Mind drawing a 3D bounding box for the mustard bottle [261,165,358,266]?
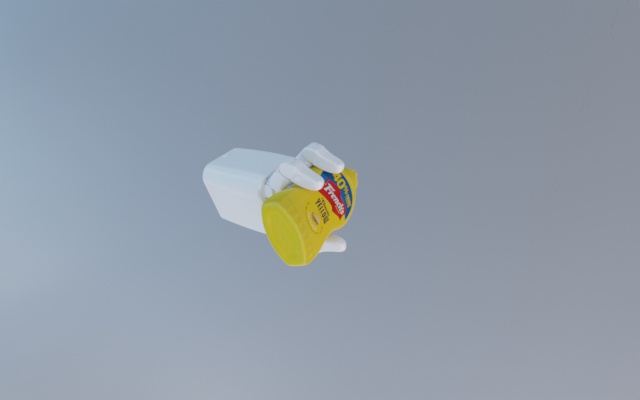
[{"bbox_3d":[0.000,0.002,0.664,0.058,0.096,0.191,-11,20,38],"label":"mustard bottle"}]
